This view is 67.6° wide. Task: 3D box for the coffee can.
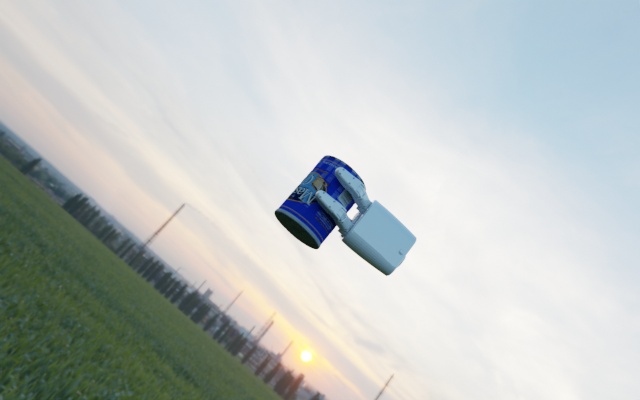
[{"bbox_3d":[0.000,0.003,0.862,0.103,0.140,0.103,36,-18,14],"label":"coffee can"}]
